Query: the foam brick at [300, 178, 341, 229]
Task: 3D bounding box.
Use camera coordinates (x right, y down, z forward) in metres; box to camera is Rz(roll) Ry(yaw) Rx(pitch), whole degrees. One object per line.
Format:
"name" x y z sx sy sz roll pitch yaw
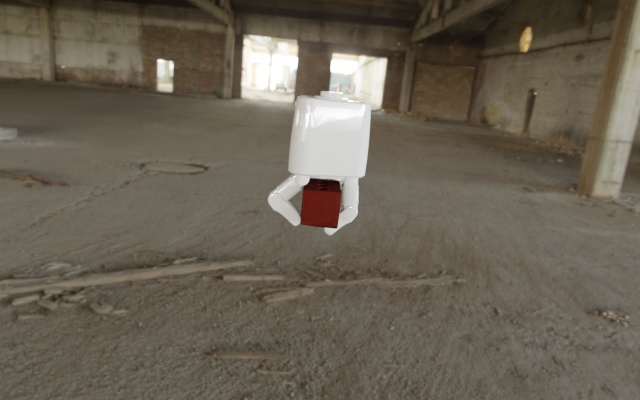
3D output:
"foam brick" 0.000 0.002 0.676 0.053 0.051 0.078 6 14 -2
